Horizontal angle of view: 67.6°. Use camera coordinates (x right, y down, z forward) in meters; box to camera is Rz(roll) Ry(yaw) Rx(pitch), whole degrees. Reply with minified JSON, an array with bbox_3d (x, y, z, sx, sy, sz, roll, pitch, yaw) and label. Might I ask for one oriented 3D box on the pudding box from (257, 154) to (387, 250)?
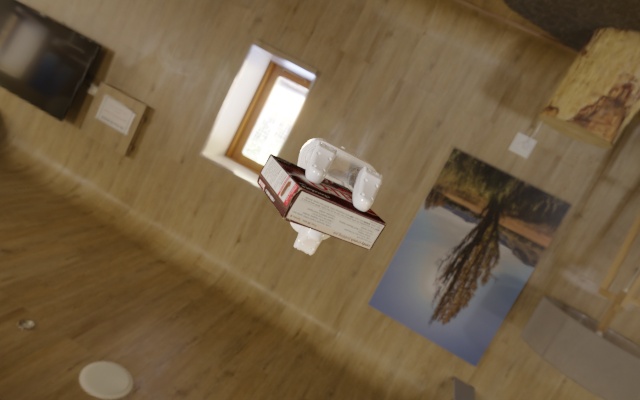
[{"bbox_3d":[0.000,0.002,0.490,0.113,0.039,0.090,20,14,-32],"label":"pudding box"}]
